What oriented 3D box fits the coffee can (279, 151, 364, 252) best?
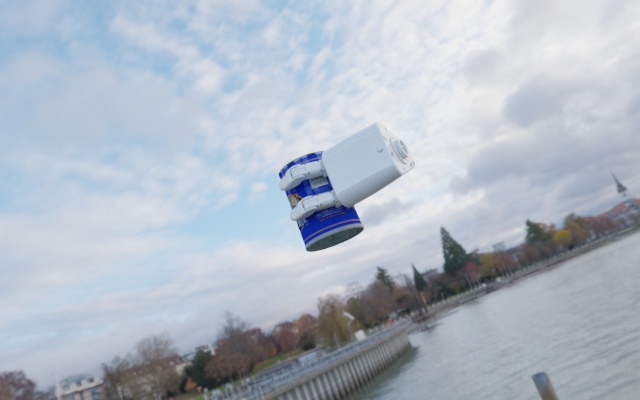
[{"bbox_3d":[0.000,0.003,0.804,0.103,0.140,0.103,-20,-16,-6],"label":"coffee can"}]
